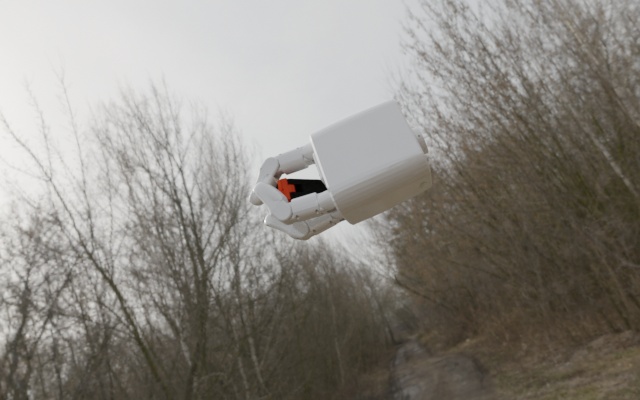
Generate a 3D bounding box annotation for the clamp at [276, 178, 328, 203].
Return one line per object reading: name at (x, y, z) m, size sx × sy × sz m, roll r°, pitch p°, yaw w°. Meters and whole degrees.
clamp at (0.000, 0.001, 0.617) m, size 0.120 × 0.039 × 0.171 m, roll -23°, pitch -16°, yaw 8°
